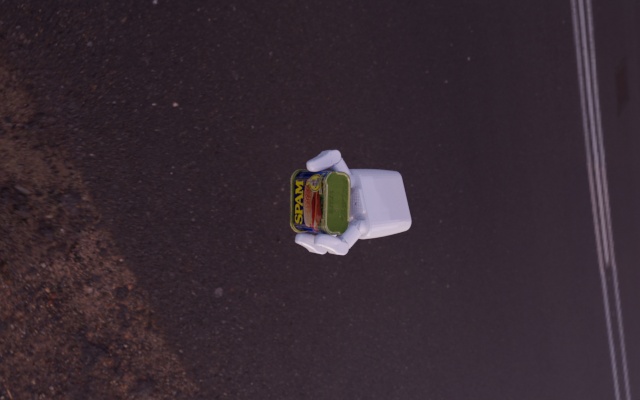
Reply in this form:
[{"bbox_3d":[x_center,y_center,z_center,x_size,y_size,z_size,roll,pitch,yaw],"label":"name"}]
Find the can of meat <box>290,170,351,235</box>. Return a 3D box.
[{"bbox_3d":[0.000,0.002,0.745,0.057,0.102,0.084,0,3,-41],"label":"can of meat"}]
